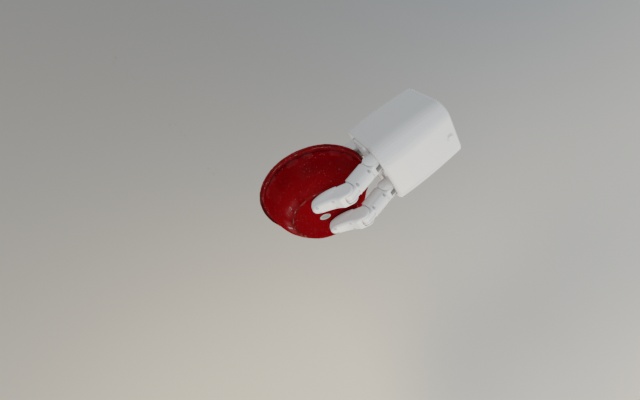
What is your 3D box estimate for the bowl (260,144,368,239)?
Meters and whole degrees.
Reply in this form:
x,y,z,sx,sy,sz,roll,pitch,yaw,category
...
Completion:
x,y,z,sx,sy,sz,roll,pitch,yaw,category
-0.001,0.003,0.659,0.162,0.162,0.055,0,43,-22,bowl
